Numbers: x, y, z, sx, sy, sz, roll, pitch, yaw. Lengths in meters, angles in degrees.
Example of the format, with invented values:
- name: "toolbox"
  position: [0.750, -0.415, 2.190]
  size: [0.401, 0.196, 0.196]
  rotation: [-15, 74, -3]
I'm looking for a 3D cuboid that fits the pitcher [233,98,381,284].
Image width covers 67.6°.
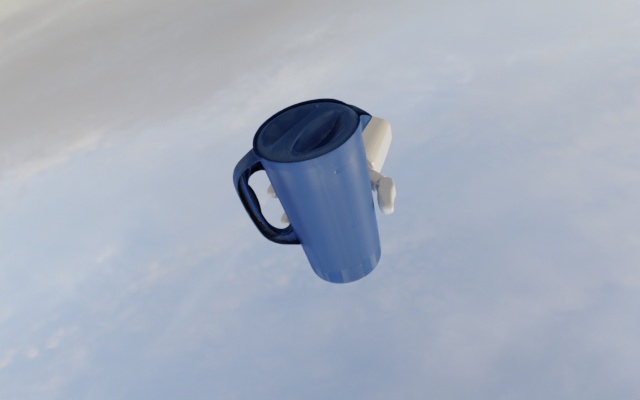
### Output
- name: "pitcher"
  position: [0.000, 0.002, 0.637]
  size: [0.149, 0.243, 0.145]
  rotation: [4, 44, 25]
